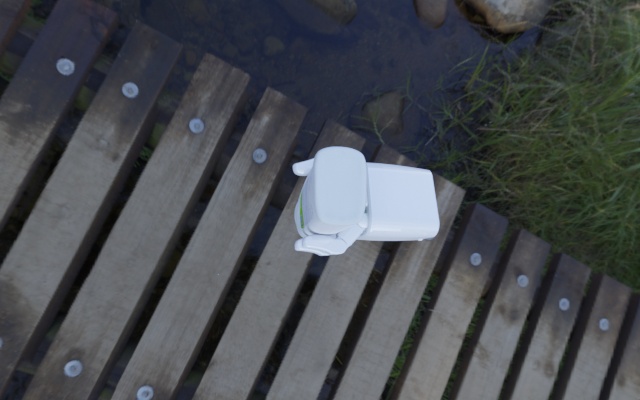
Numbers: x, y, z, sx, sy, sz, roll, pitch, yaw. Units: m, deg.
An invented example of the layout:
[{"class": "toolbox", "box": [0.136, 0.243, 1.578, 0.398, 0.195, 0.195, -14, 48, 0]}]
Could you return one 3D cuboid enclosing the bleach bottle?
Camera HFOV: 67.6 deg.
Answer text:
[{"class": "bleach bottle", "box": [0.000, 0.002, 0.698, 0.068, 0.102, 0.251, 3, -9, -11]}]
